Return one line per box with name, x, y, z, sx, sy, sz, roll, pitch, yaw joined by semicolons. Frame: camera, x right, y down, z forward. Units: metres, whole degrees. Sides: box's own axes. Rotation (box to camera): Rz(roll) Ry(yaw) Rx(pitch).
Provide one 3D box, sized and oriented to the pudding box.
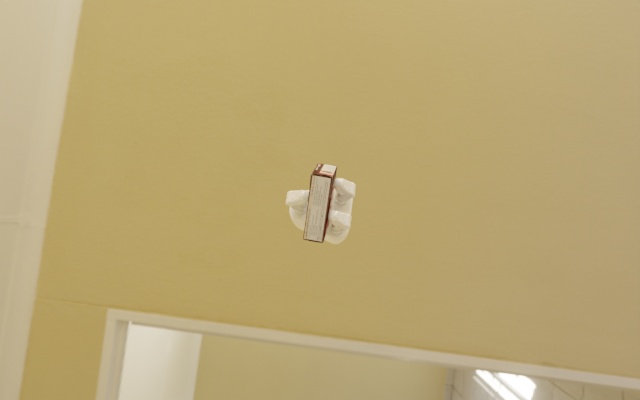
pudding box;0.000;0.003;0.786;0.039;0.113;0.090;7;16;3
